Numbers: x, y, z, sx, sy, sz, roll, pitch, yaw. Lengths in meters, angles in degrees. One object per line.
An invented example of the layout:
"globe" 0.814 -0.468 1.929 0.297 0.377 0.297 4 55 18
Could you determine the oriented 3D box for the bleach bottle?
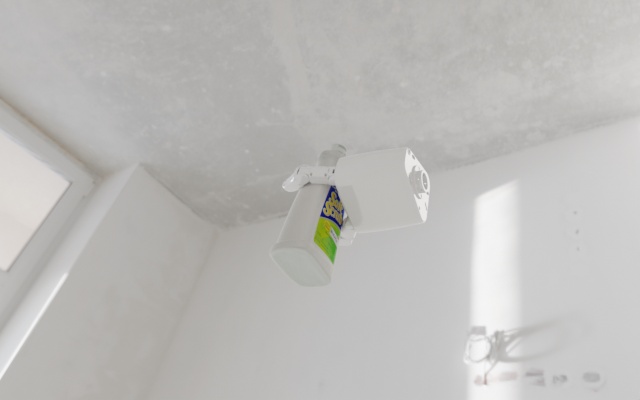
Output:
"bleach bottle" 0.000 0.003 0.736 0.068 0.250 0.103 -9 -44 28
